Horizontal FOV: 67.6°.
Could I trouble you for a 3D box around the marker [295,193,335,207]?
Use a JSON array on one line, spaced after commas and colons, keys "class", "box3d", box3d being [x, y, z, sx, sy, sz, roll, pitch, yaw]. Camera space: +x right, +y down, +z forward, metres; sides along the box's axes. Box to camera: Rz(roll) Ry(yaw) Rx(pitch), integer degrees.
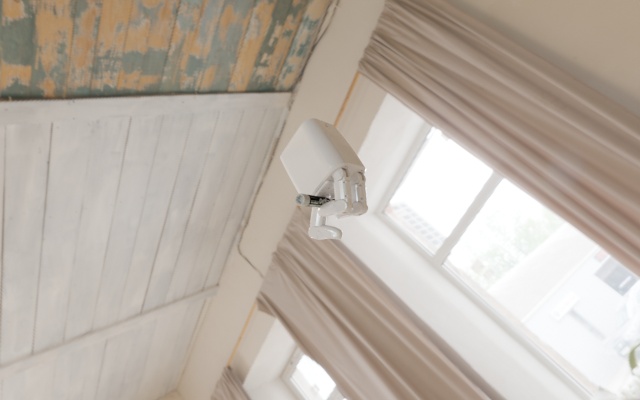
[{"class": "marker", "box3d": [0.000, 0.003, 0.778, 0.020, 0.020, 0.121, 0, -4, 32]}]
